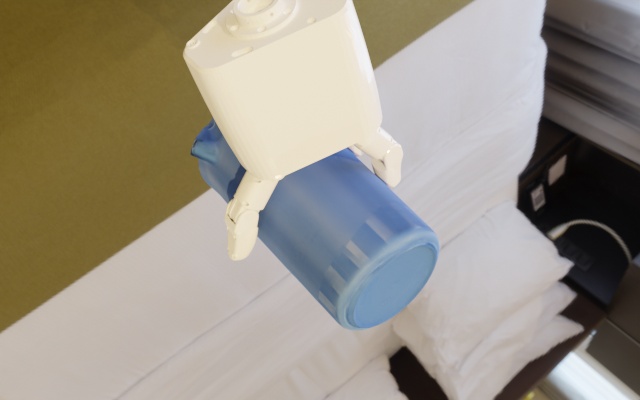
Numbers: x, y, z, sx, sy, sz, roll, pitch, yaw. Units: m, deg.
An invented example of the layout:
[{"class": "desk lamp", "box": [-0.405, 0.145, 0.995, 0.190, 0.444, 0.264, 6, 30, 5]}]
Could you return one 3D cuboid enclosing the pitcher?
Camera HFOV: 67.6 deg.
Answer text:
[{"class": "pitcher", "box": [0.000, 0.001, 0.461, 0.149, 0.145, 0.242, -36, 52, -12]}]
